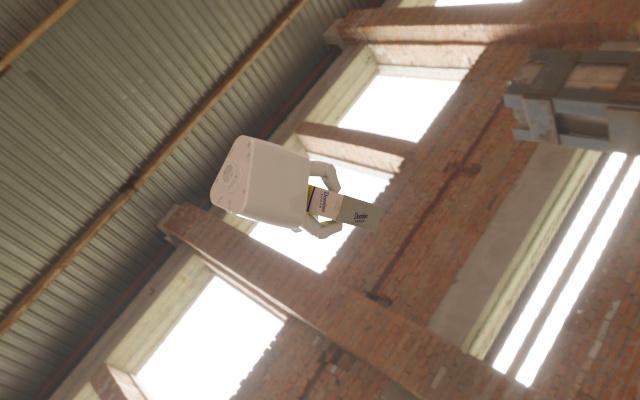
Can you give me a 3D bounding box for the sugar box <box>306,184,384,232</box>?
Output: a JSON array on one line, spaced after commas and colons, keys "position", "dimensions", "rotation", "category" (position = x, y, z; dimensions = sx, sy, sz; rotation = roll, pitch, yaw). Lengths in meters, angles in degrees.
[{"position": [0.000, 0.003, 0.740], "dimensions": [0.093, 0.048, 0.176], "rotation": [16, 2, -44], "category": "sugar box"}]
